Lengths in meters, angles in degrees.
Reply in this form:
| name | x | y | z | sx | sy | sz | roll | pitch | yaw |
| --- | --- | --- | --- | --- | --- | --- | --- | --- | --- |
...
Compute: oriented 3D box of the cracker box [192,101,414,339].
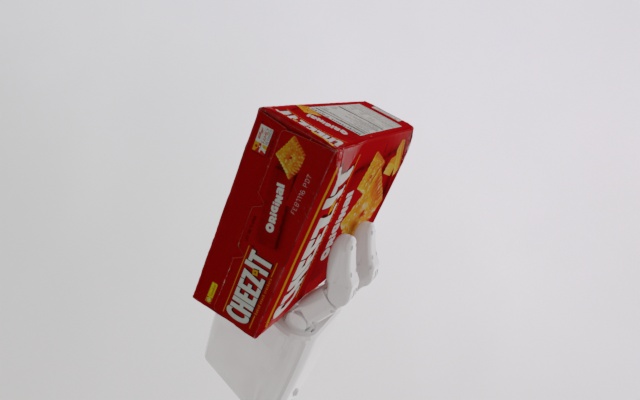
| name | x | y | z | sx | sy | sz | roll | pitch | yaw |
| --- | --- | --- | --- | --- | --- | --- | --- | --- | --- |
| cracker box | 0.000 | 0.001 | 0.426 | 0.072 | 0.164 | 0.213 | 29 | 22 | 16 |
